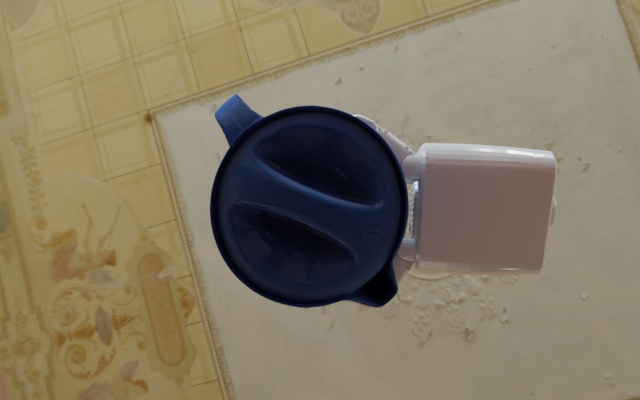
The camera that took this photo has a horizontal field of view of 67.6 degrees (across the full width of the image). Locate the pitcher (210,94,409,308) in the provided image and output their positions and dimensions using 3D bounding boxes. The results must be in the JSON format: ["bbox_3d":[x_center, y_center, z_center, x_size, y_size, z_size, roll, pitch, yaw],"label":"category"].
[{"bbox_3d":[0.000,0.001,0.427,0.145,0.149,0.243,3,-3,8],"label":"pitcher"}]
